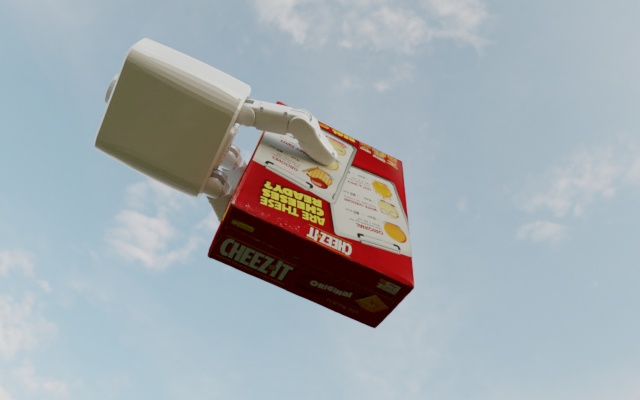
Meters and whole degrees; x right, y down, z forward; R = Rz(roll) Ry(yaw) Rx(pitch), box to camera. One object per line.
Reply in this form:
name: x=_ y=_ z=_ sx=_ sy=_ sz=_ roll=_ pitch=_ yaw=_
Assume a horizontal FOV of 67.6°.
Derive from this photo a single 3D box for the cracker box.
cracker box: x=0.000 y=0.001 z=0.474 sx=0.164 sy=0.072 sz=0.213 roll=25 pitch=33 yaw=-10
